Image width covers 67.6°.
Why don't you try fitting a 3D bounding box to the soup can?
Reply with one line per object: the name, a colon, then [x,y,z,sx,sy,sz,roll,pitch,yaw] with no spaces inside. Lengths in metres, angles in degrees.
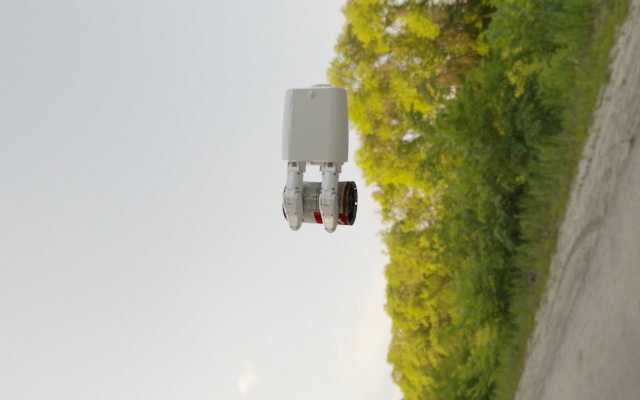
soup can: [0.000,0.003,0.728,0.102,0.068,0.068,2,1,17]
